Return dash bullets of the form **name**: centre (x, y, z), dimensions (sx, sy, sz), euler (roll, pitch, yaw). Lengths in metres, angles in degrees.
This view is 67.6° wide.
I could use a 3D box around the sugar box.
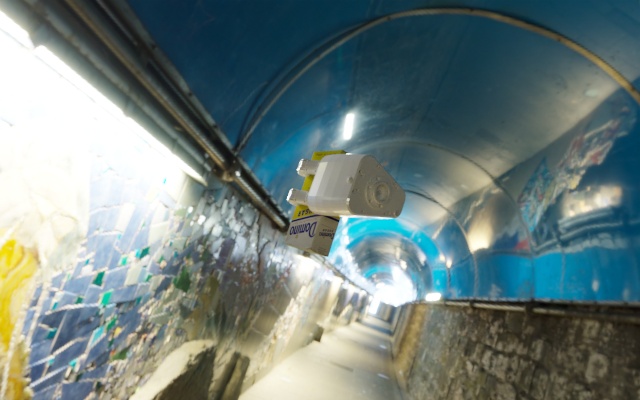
- **sugar box**: centre (0.000, 0.002, 0.823), dimensions (0.048, 0.176, 0.093), euler (25, -11, -31)
